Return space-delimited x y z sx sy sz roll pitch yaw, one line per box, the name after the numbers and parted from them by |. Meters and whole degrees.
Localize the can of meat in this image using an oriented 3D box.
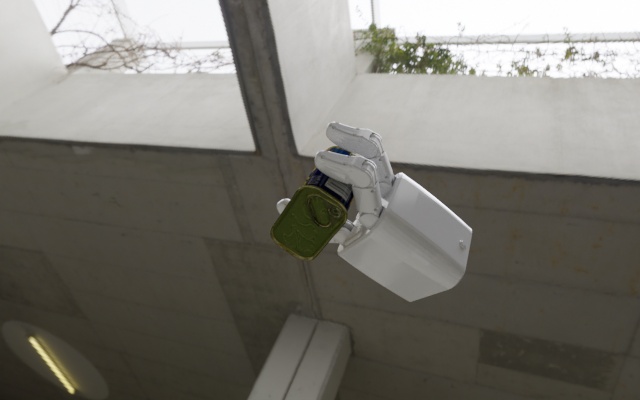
0.000 0.002 0.513 0.057 0.084 0.102 34 -47 -3 | can of meat
